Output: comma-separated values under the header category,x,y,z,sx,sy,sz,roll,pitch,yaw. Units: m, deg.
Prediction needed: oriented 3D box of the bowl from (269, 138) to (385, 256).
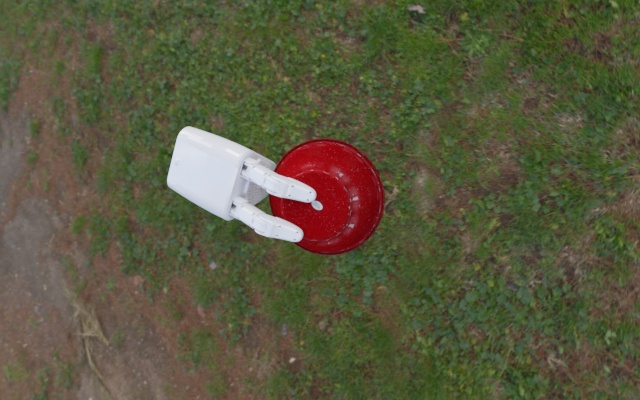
category,x,y,z,sx,sy,sz,roll,pitch,yaw
bowl,0.001,0.002,0.621,0.162,0.162,0.055,0,12,14
